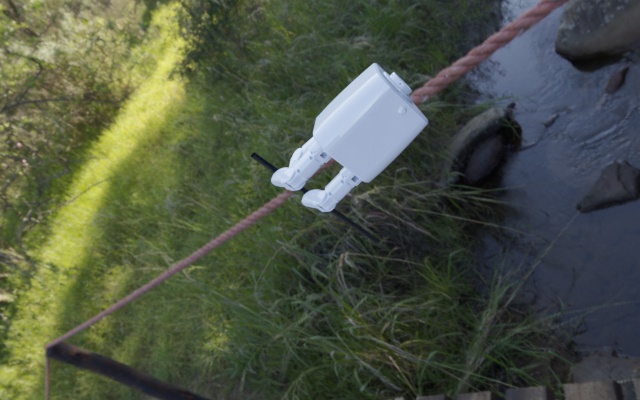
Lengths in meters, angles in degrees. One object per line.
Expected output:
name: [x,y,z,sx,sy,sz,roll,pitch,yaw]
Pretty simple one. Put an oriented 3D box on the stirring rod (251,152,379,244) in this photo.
stirring rod: [0.000,0.002,0.663,0.240,0.011,0.011,35,-19,-30]
